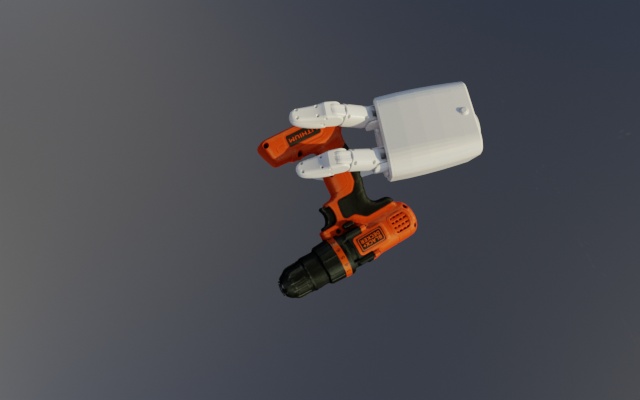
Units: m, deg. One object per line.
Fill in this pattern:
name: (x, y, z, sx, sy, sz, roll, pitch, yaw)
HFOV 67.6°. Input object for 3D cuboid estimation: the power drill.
power drill: (0.000, 0.001, 0.574, 0.184, 0.187, 0.057, -29, 0, -13)
